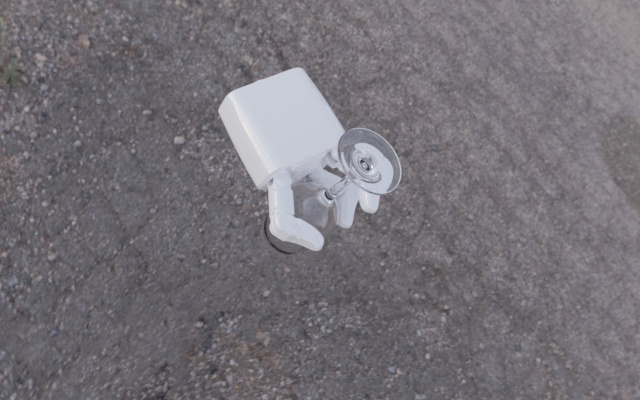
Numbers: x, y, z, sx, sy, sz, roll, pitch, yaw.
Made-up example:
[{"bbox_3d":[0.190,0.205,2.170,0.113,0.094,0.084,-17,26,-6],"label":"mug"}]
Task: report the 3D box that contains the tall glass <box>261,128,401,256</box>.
[{"bbox_3d":[0.000,0.002,0.539,0.079,0.079,0.201,0,-25,-32],"label":"tall glass"}]
